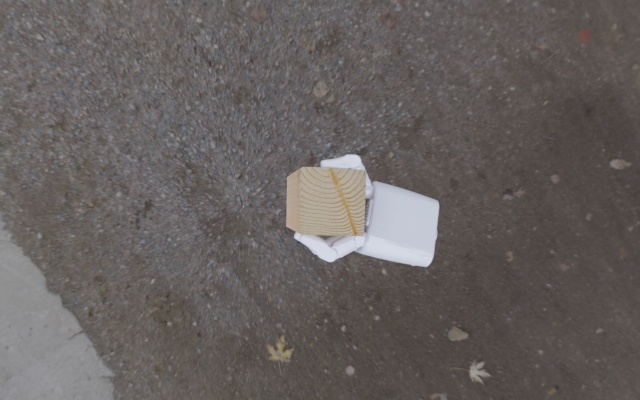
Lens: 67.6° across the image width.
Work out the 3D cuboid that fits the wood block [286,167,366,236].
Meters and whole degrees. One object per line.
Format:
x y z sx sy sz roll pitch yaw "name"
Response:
0.001 0.002 0.727 0.090 0.091 0.206 2 -1 -9 "wood block"
